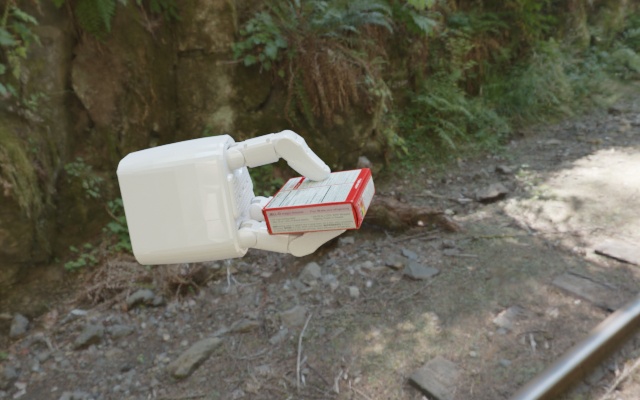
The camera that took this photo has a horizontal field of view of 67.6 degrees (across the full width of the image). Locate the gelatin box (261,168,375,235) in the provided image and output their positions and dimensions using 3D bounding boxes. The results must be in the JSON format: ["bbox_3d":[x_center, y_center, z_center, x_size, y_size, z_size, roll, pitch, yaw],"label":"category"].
[{"bbox_3d":[0.000,0.001,0.446,0.089,0.030,0.073,-6,23,21],"label":"gelatin box"}]
